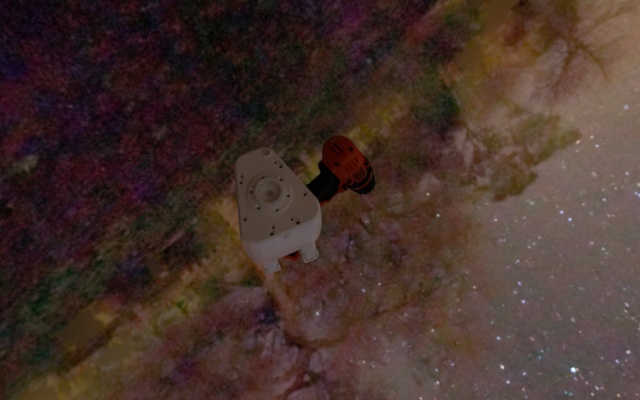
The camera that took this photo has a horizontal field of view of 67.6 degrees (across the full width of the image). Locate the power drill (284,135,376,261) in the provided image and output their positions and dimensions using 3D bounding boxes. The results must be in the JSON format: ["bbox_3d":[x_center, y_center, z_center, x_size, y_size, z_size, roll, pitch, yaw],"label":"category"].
[{"bbox_3d":[0.000,0.003,0.701,0.057,0.187,0.184,43,2,24],"label":"power drill"}]
